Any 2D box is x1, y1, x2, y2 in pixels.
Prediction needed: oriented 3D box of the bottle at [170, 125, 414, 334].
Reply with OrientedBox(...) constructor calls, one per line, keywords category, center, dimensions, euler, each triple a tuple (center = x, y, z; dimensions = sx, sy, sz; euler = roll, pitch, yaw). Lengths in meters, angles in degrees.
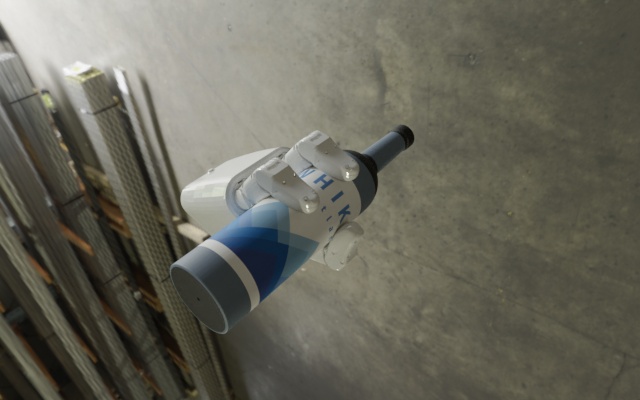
OrientedBox(category="bottle", center=(0.000, 0.002, 0.449), dimensions=(0.069, 0.069, 0.295), euler=(0, 30, 48))
